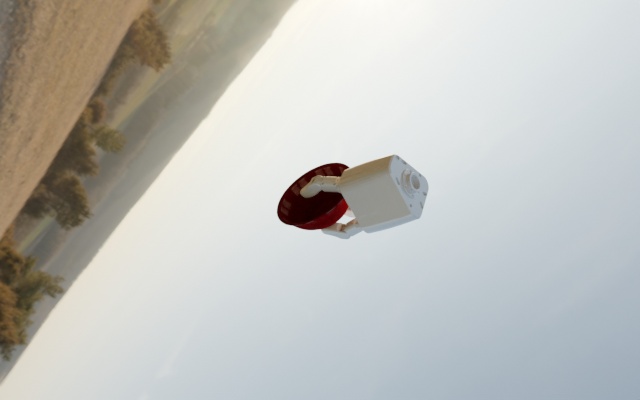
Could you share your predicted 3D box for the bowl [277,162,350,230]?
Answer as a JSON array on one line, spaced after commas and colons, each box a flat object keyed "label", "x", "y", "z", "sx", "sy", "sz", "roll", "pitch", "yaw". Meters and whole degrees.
[{"label": "bowl", "x": -0.001, "y": 0.003, "z": 0.891, "sx": 0.162, "sy": 0.162, "sz": 0.055, "roll": 0, "pitch": -44, "yaw": 42}]
